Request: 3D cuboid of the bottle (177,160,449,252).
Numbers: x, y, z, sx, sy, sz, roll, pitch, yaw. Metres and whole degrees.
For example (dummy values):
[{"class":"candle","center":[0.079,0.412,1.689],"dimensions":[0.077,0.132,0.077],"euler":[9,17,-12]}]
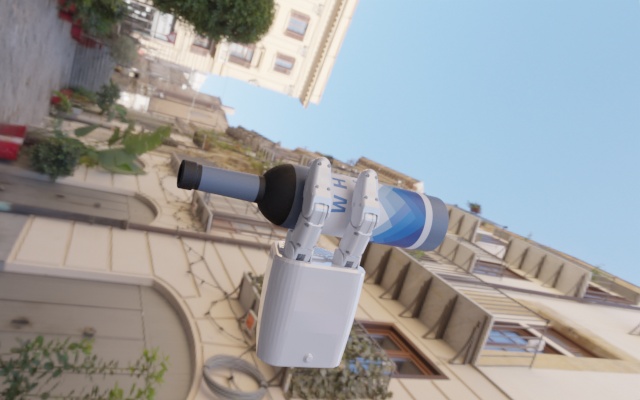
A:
[{"class":"bottle","center":[0.000,0.002,0.505],"dimensions":[0.296,0.069,0.069],"euler":[12,-5,-25]}]
